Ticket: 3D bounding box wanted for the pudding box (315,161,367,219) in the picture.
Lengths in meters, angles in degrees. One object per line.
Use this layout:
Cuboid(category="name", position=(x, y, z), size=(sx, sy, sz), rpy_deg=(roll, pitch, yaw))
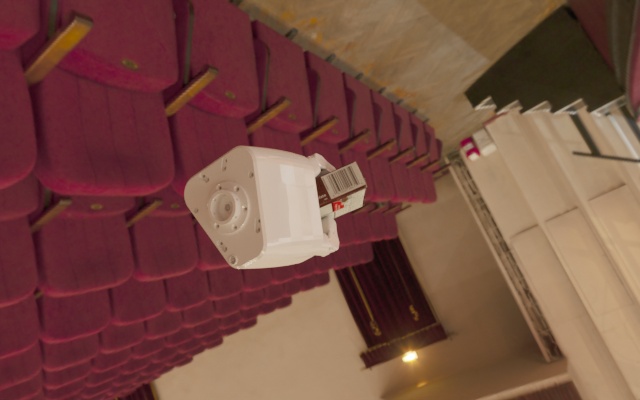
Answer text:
Cuboid(category="pudding box", position=(0.000, 0.002, 0.595), size=(0.113, 0.039, 0.090), rpy_deg=(-22, -14, -4))
